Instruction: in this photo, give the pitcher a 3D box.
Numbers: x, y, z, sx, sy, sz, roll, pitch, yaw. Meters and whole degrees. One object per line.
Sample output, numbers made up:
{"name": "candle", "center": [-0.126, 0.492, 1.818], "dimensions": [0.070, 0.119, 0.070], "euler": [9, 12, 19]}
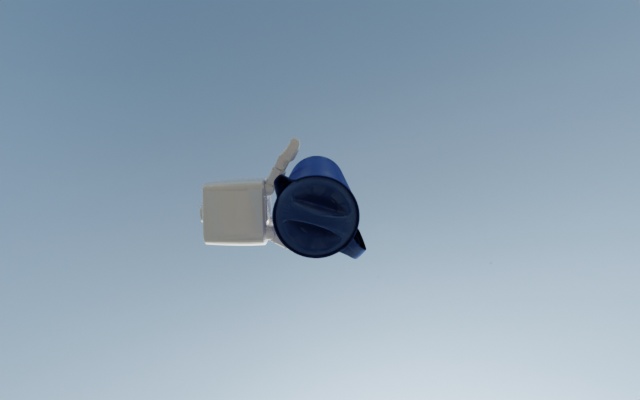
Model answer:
{"name": "pitcher", "center": [0.000, 0.003, 0.833], "dimensions": [0.145, 0.149, 0.242], "euler": [-2, 16, 1]}
